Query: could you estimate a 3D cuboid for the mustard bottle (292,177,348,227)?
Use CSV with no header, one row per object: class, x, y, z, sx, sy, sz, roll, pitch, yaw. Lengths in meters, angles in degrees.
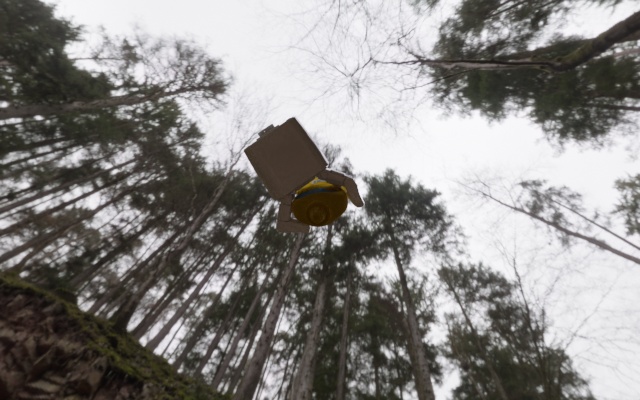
mustard bottle,0.000,0.003,0.833,0.096,0.058,0.191,-8,13,5
